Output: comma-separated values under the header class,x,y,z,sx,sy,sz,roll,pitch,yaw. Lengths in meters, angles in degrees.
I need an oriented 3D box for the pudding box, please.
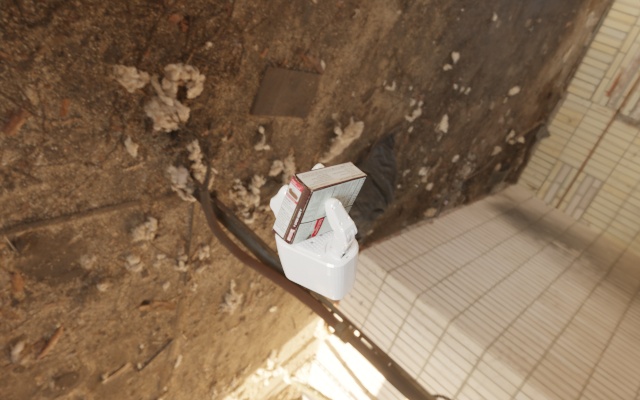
class,x,y,z,sx,sy,sz,roll,pitch,yaw
pudding box,0.000,0.002,0.613,0.039,0.090,0.113,39,34,26
